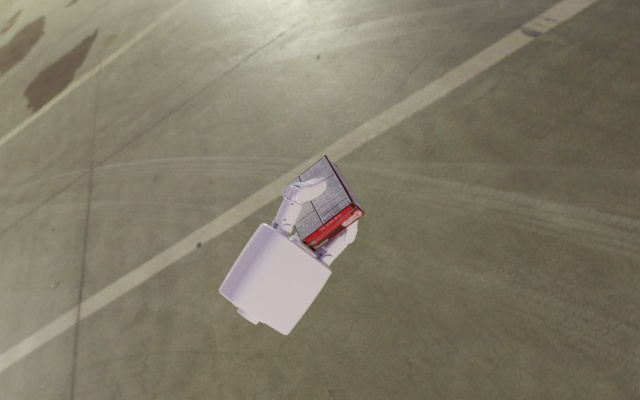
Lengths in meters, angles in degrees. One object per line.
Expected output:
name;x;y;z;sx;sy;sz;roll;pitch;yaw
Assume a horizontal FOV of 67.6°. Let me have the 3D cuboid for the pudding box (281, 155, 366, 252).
pudding box;0.000;0.002;0.667;0.090;0.113;0.039;-37;-44;10
